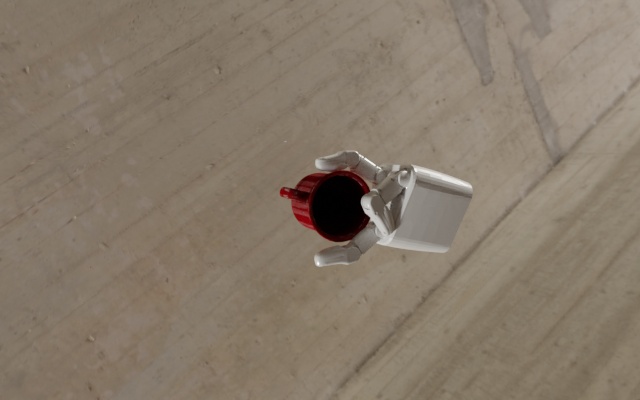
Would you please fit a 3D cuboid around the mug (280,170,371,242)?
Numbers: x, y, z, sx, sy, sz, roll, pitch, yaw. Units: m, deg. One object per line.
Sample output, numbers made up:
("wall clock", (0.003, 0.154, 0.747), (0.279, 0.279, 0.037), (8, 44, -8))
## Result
("mug", (-0.001, 0.002, 0.641), (0.117, 0.093, 0.081), (11, 0, -25))
